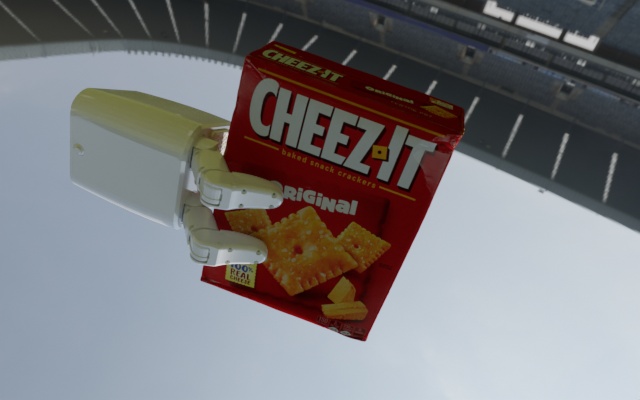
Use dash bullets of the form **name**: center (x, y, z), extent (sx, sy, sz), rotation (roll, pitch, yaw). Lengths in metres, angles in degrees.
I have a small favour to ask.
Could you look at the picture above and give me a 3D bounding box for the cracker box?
- **cracker box**: center (0.000, 0.001, 0.401), extent (0.164, 0.214, 0.072), rotation (21, 30, 4)
